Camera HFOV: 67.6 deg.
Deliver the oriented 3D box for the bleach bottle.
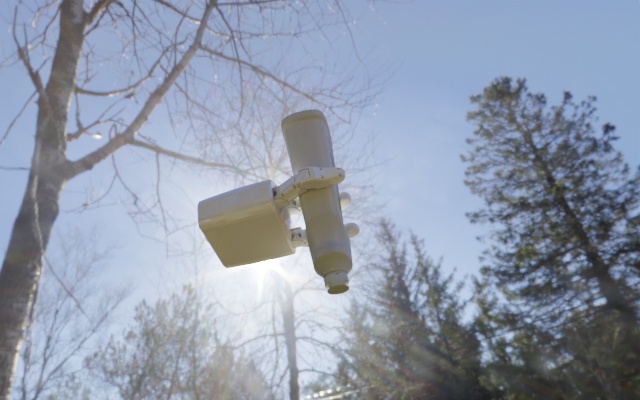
[{"bbox_3d":[0.000,0.002,0.648,0.068,0.250,0.103,-14,-32,5],"label":"bleach bottle"}]
